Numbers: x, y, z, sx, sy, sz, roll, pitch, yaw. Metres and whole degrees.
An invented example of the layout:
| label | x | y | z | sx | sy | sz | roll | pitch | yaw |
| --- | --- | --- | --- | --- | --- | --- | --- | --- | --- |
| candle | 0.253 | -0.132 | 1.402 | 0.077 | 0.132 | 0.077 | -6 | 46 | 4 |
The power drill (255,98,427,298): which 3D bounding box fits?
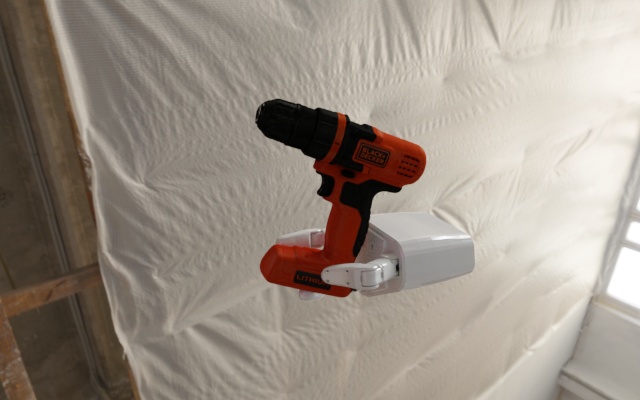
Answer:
| label | x | y | z | sx | sy | sz | roll | pitch | yaw |
| --- | --- | --- | --- | --- | --- | --- | --- | --- | --- |
| power drill | 0.000 | 0.002 | 0.499 | 0.184 | 0.188 | 0.057 | 16 | 17 | -17 |
